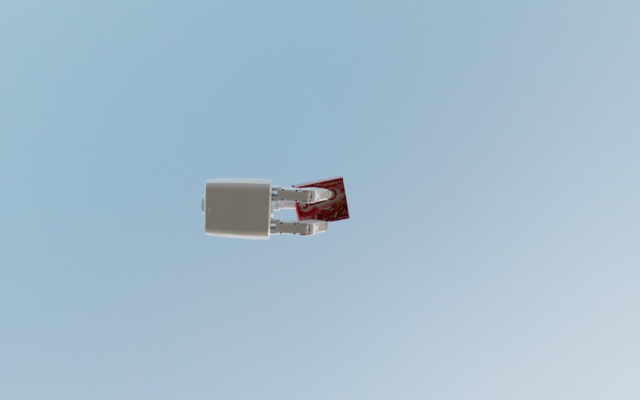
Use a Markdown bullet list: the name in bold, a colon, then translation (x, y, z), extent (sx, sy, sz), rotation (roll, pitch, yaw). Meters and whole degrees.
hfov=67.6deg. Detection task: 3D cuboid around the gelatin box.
- **gelatin box**: translation (0.000, 0.003, 0.818), extent (0.089, 0.073, 0.030), rotation (-11, 10, -7)
